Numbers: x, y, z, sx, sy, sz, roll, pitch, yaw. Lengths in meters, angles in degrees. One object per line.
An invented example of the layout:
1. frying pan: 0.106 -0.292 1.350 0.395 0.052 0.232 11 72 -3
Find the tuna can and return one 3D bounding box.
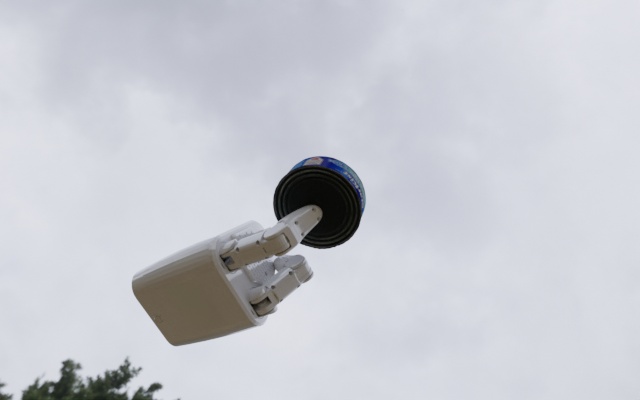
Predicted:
1. tuna can: 0.000 0.001 0.459 0.086 0.086 0.033 0 24 15
